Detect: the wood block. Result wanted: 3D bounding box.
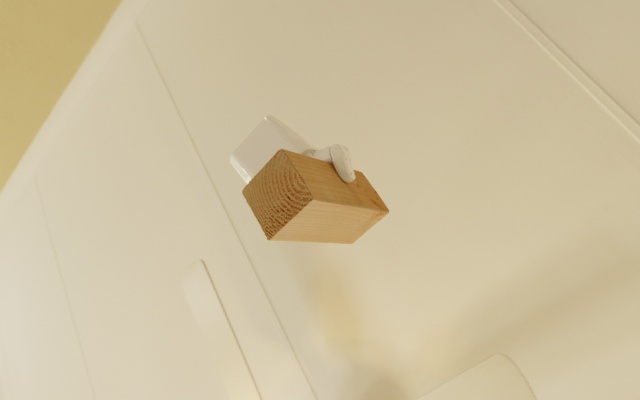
[{"bbox_3d":[0.000,0.002,0.699,0.091,0.090,0.206,-44,-28,23],"label":"wood block"}]
